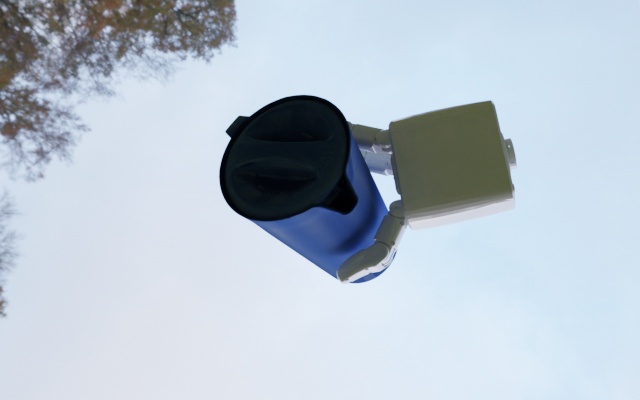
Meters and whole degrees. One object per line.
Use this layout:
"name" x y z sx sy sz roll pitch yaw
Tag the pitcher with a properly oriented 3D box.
"pitcher" 0.000 0.002 0.532 0.145 0.149 0.243 -13 -30 17
